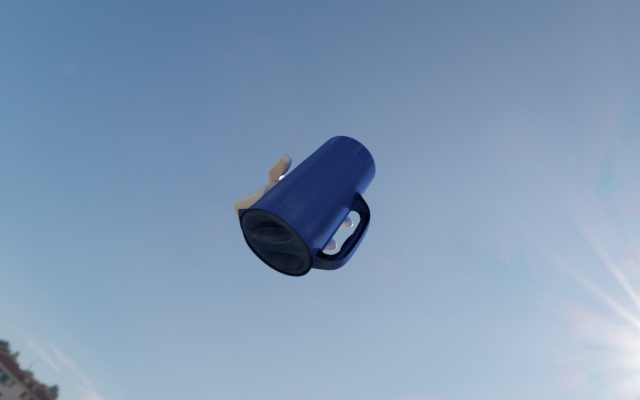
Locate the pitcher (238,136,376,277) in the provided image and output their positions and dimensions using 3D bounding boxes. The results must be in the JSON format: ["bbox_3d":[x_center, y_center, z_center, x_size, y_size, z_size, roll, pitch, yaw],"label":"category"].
[{"bbox_3d":[0.000,0.003,0.777,0.145,0.149,0.242,-18,23,49],"label":"pitcher"}]
